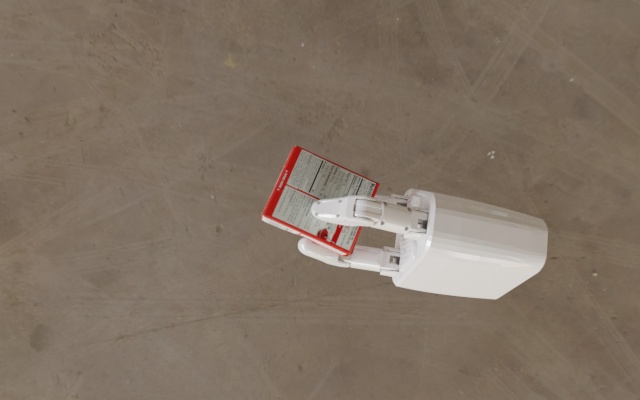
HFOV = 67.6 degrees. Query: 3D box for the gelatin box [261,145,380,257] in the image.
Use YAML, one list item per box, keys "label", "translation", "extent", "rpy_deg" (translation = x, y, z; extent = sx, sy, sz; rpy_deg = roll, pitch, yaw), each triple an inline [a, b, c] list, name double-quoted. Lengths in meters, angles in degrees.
- label: "gelatin box"
  translation: [0.000, 0.001, 0.441]
  extent: [0.089, 0.073, 0.030]
  rpy_deg: [24, -14, -5]
